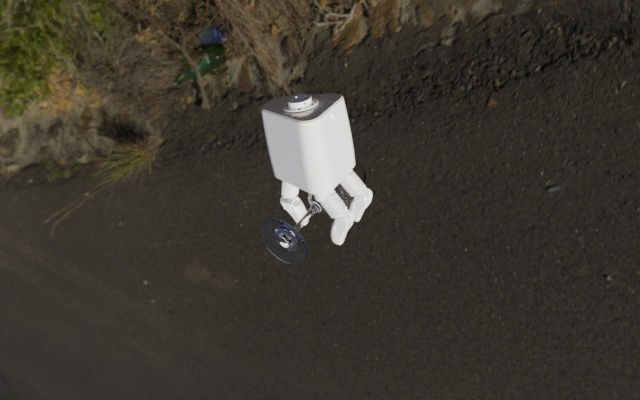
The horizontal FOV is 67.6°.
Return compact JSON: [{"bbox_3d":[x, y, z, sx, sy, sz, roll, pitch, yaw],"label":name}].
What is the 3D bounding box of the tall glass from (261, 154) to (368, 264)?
[{"bbox_3d":[0.000,0.003,0.707,0.079,0.079,0.201,0,33,37],"label":"tall glass"}]
